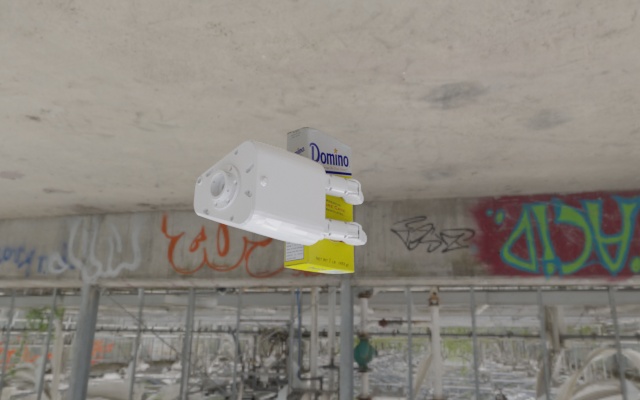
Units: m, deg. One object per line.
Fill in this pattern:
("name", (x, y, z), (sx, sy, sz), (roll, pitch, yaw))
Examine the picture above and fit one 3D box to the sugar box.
("sugar box", (0.000, 0.002, 0.614), (0.048, 0.176, 0.093), (-11, -19, 39))
